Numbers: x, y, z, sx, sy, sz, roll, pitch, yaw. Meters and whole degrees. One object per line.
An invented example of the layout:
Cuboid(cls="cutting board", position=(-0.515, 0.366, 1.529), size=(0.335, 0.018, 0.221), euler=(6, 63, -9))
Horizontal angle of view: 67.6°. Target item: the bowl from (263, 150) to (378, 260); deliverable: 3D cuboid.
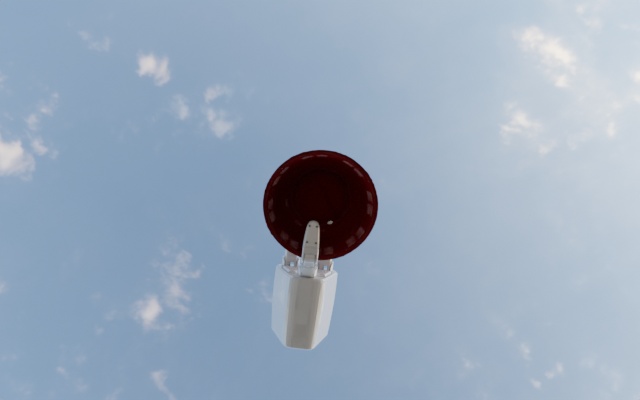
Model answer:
Cuboid(cls="bowl", position=(0.001, 0.001, 0.691), size=(0.162, 0.162, 0.055), euler=(0, 16, 0))
